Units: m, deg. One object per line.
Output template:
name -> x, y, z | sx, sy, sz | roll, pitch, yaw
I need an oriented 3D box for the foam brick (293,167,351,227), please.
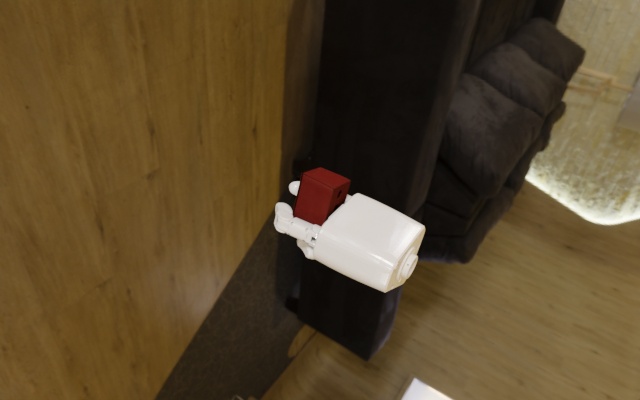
foam brick -> 0.000, 0.002, 0.644 | 0.051, 0.078, 0.053 | 25, 25, 23
